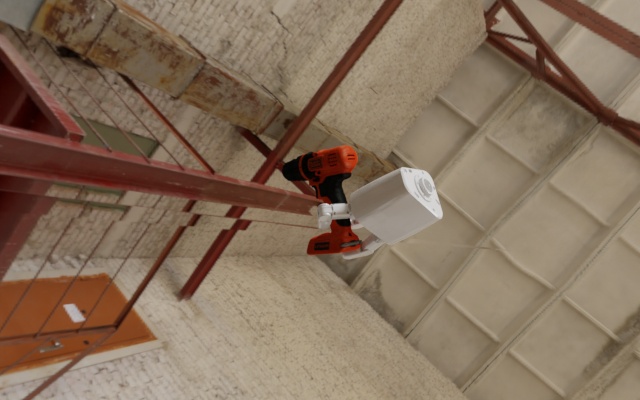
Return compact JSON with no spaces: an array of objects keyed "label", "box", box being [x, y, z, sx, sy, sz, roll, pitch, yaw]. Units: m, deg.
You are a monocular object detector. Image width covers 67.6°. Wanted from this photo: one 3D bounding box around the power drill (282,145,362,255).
[{"label":"power drill","box":[0.000,0.003,0.867,0.057,0.187,0.184,-9,0,-40]}]
